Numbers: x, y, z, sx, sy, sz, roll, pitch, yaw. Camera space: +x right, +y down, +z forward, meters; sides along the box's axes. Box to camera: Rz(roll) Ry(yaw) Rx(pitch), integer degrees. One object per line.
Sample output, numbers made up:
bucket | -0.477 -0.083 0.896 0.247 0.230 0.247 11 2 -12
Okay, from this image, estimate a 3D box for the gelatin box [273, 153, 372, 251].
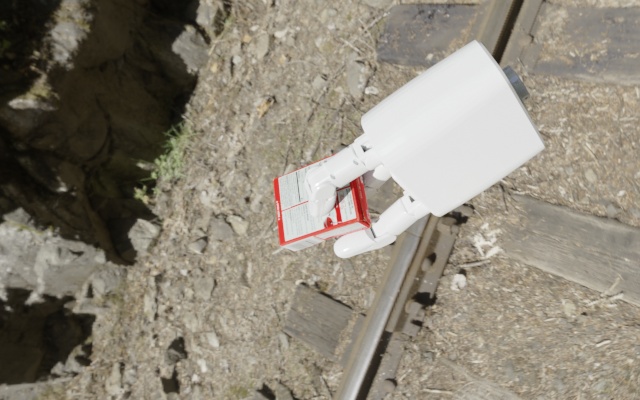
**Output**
gelatin box | 0.000 0.001 0.460 0.089 0.073 0.030 -20 -26 24
